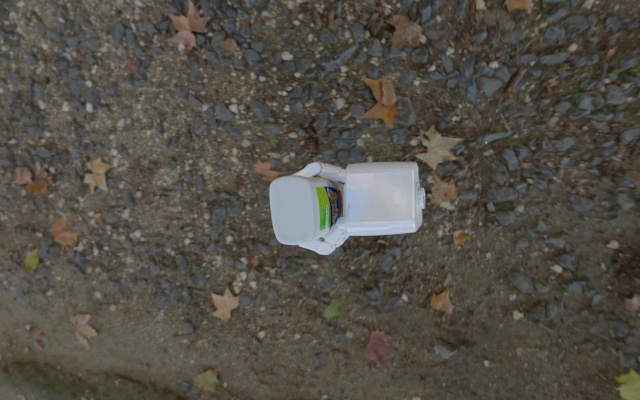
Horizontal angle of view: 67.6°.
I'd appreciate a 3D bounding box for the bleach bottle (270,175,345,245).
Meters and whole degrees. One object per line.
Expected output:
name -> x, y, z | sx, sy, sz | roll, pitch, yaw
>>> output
bleach bottle -> 0.000, 0.003, 0.782 | 0.068, 0.102, 0.251 | -3, 6, 19
